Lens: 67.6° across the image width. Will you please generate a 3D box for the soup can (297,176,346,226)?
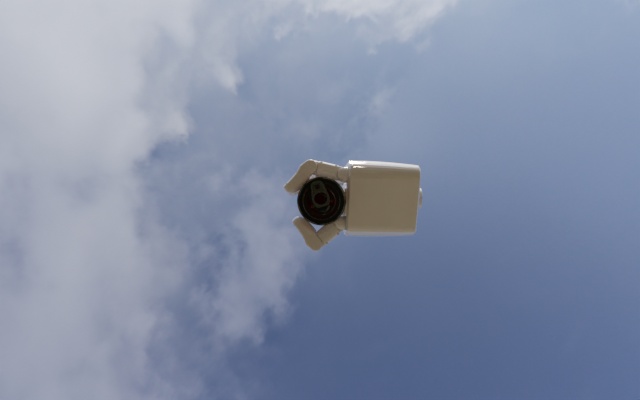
[{"bbox_3d":[0.000,0.002,0.708,0.068,0.068,0.102,0,-2,-2],"label":"soup can"}]
